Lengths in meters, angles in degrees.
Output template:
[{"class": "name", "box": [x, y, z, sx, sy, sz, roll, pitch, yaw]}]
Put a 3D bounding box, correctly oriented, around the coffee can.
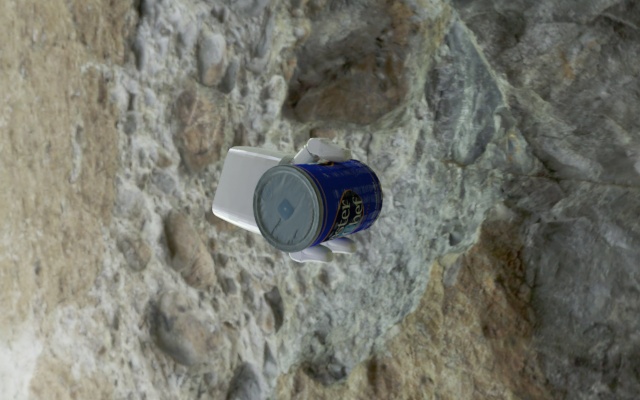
[{"class": "coffee can", "box": [0.000, 0.002, 0.601, 0.103, 0.103, 0.140, 0, 7, 37]}]
